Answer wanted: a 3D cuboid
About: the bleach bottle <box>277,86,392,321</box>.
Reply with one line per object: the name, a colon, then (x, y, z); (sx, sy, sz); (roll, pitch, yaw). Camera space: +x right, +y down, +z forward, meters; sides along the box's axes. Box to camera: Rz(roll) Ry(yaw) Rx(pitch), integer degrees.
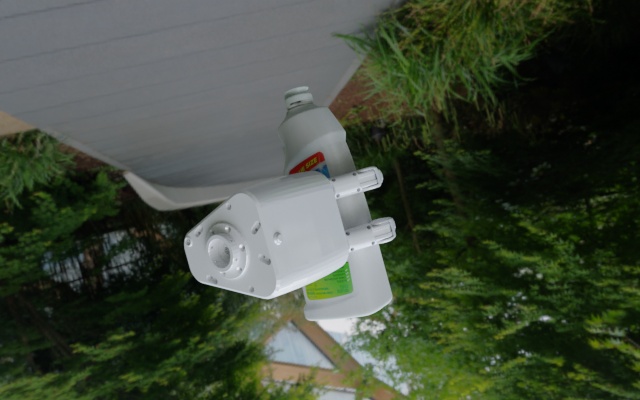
bleach bottle: (0.000, 0.002, 0.531); (0.102, 0.251, 0.068); (-15, 1, 37)
